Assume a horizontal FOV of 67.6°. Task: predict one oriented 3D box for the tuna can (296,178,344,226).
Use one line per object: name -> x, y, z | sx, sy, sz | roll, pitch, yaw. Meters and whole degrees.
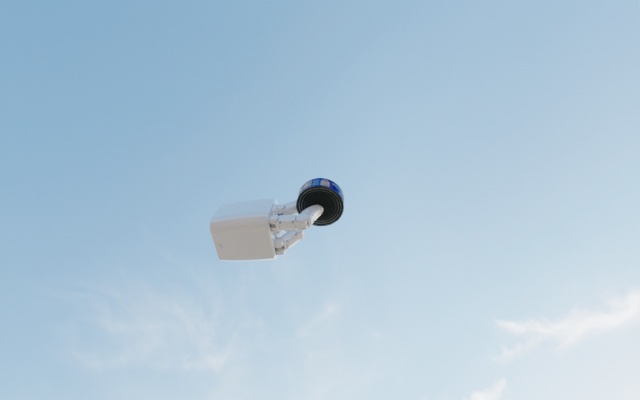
tuna can -> 0.000, 0.003, 0.864 | 0.086, 0.086, 0.033 | 0, 32, 5
